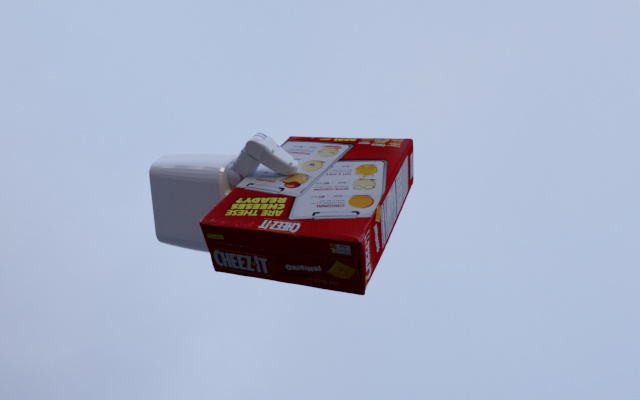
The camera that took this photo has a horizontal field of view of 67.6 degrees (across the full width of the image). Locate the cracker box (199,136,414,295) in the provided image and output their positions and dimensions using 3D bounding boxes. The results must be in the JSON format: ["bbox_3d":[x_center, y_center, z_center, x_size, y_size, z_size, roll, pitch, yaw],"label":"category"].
[{"bbox_3d":[0.000,0.001,0.522,0.164,0.072,0.213,5,32,22],"label":"cracker box"}]
